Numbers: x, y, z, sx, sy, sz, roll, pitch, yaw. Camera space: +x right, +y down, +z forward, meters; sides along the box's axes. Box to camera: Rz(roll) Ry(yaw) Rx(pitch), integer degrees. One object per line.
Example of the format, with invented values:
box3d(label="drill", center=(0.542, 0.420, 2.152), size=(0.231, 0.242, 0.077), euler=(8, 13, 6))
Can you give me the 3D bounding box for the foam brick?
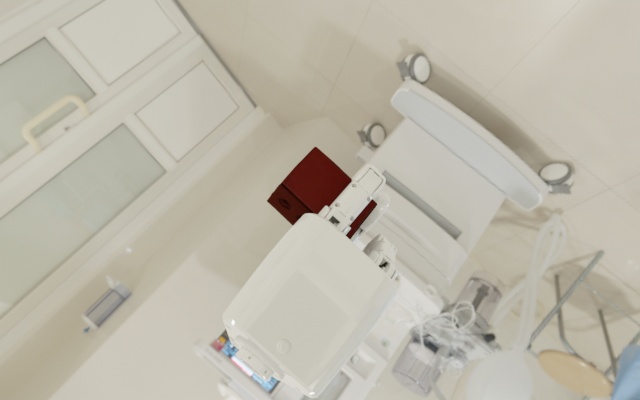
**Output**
box3d(label="foam brick", center=(0.000, 0.001, 0.428), size=(0.078, 0.051, 0.053), euler=(43, -24, -3))
